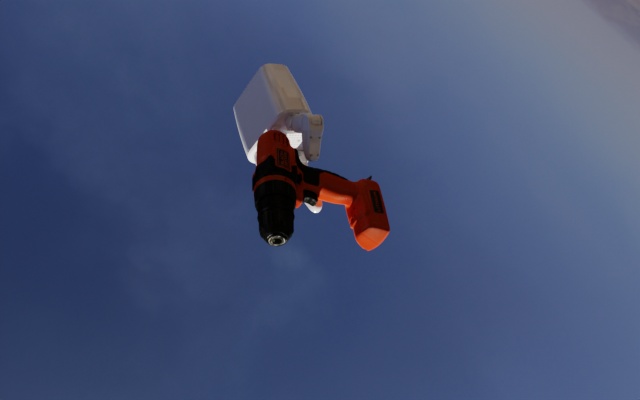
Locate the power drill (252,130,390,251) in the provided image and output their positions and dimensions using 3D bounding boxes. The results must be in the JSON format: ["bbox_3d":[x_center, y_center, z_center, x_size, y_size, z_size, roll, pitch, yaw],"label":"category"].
[{"bbox_3d":[0.000,0.002,0.620,0.188,0.184,0.057,23,-50,-28],"label":"power drill"}]
